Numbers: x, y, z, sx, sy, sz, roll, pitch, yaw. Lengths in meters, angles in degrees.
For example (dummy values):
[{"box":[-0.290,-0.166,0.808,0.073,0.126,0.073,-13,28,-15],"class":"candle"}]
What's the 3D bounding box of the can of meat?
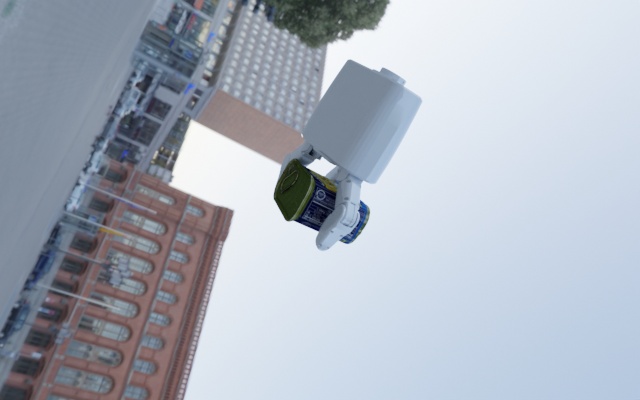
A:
[{"box":[0.000,0.002,0.560,0.084,0.057,0.102,25,11,-24],"class":"can of meat"}]
